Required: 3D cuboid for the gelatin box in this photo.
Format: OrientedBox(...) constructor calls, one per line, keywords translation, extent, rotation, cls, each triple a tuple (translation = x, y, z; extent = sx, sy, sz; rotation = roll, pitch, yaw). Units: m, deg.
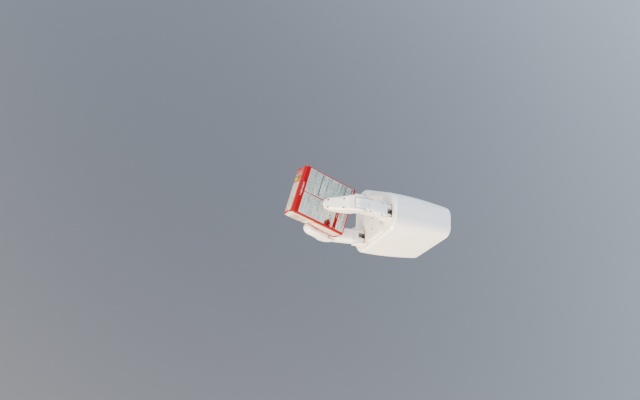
OrientedBox(translation=(0.000, 0.002, 0.680), extent=(0.089, 0.073, 0.030), rotation=(27, -23, -25), cls="gelatin box")
